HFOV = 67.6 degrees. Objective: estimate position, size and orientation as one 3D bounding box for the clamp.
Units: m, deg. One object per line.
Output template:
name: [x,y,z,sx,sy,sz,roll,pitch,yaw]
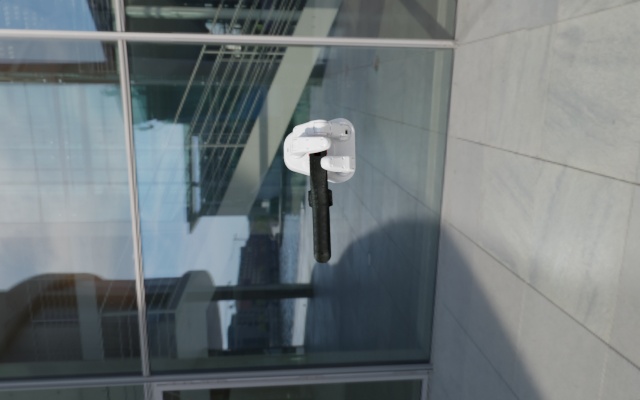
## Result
clamp: [-0.001,0.002,0.715,0.039,0.171,0.120,0,-1,-5]
